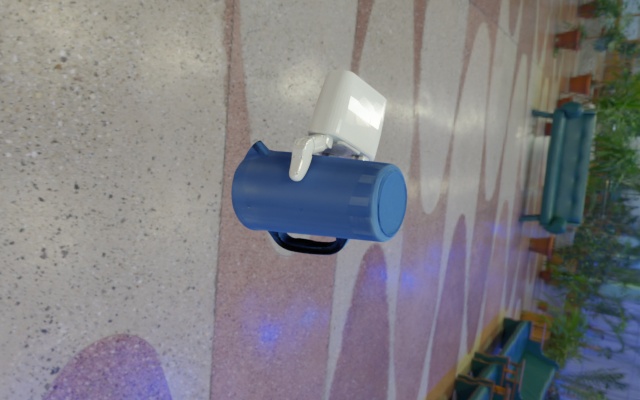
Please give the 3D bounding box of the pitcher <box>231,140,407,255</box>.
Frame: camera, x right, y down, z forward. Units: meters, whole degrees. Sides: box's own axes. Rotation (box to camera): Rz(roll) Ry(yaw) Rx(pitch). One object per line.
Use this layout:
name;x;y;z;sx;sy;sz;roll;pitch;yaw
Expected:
pitcher;0.000;0.002;0.712;0.243;0.145;0.149;7;-16;33
